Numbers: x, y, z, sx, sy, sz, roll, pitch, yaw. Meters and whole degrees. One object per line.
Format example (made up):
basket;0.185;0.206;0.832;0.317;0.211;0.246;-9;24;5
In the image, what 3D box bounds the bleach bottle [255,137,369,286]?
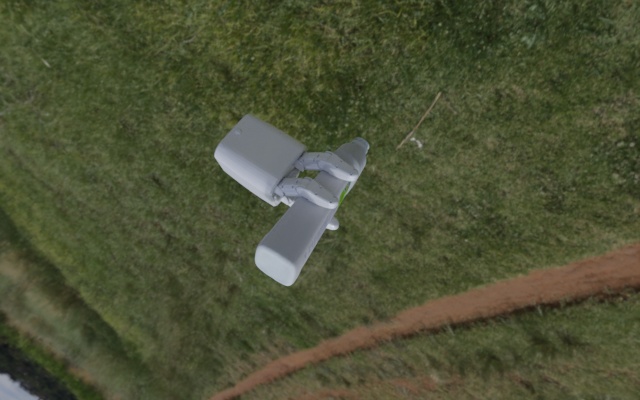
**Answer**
bleach bottle;0.000;0.002;0.719;0.068;0.250;0.103;32;-28;6
